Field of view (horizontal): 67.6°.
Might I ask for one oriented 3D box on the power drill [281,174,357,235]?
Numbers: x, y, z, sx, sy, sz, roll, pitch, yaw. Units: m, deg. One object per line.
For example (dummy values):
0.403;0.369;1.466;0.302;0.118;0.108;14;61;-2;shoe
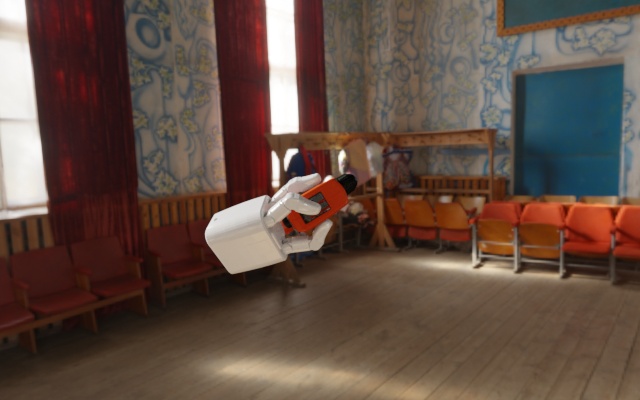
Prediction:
0.000;0.003;0.879;0.184;0.057;0.187;-34;0;-5;power drill
